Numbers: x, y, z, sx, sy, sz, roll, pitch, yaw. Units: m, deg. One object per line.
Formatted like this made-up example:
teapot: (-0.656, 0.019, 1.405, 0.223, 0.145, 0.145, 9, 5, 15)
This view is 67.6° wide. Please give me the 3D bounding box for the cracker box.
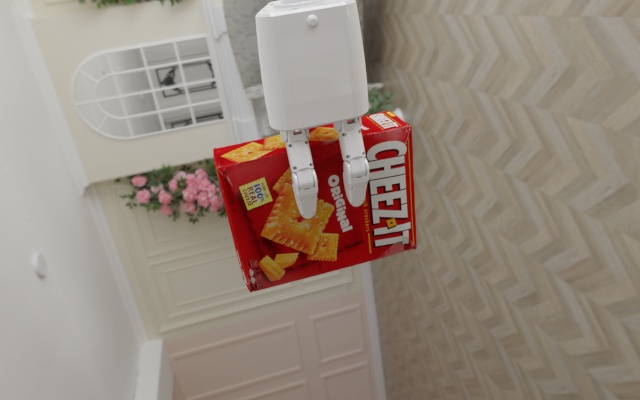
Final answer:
cracker box: (0.000, 0.002, 0.554, 0.213, 0.164, 0.072, -13, 28, -10)
